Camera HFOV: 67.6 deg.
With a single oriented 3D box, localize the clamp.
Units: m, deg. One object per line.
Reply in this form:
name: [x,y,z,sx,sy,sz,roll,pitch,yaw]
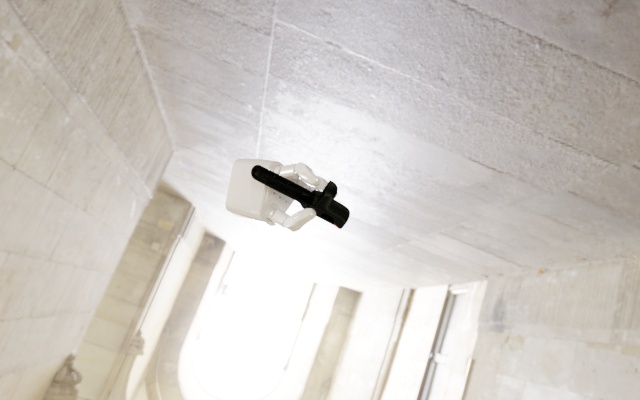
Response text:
clamp: [0.000,0.004,0.814,0.164,0.036,0.210,13,-16,40]
